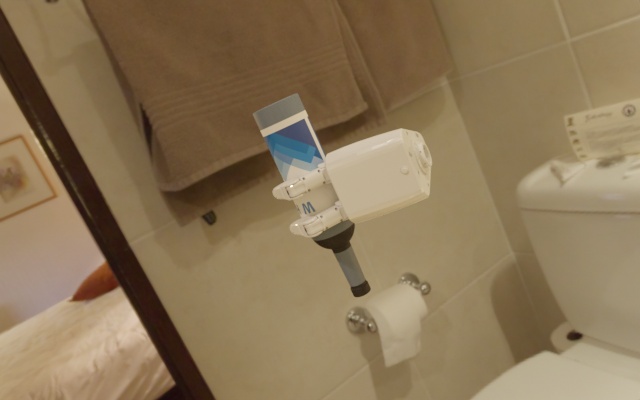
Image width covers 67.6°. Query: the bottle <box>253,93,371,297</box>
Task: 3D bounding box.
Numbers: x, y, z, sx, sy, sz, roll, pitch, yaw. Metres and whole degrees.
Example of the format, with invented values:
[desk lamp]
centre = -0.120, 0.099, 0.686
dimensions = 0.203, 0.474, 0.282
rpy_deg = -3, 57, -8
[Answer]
[bottle]
centre = 0.000, 0.002, 0.663
dimensions = 0.069, 0.296, 0.069
rpy_deg = -24, 11, 5
